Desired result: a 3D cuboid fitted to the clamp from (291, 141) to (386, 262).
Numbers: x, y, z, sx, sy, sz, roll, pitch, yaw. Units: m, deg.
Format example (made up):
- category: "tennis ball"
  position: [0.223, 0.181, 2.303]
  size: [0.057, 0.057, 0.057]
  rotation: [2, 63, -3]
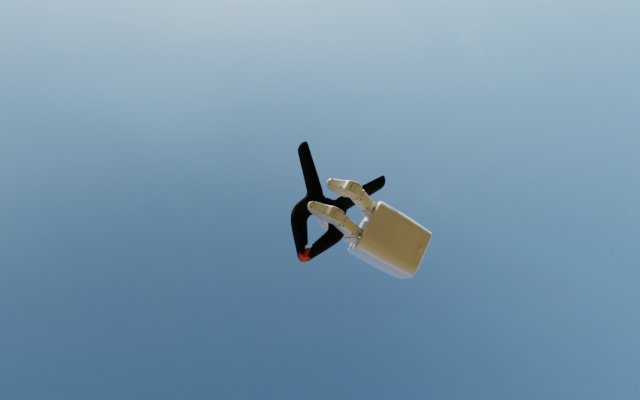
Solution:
- category: "clamp"
  position: [0.000, 0.004, 0.804]
  size: [0.164, 0.210, 0.036]
  rotation: [29, -27, 2]
